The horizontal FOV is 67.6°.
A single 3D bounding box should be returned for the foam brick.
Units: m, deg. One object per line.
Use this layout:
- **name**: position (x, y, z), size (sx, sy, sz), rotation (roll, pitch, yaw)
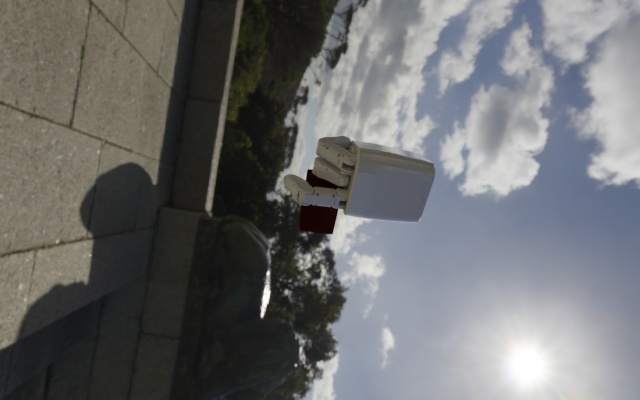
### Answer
- **foam brick**: position (0.000, 0.002, 0.695), size (0.051, 0.078, 0.053), rotation (8, 31, -6)
